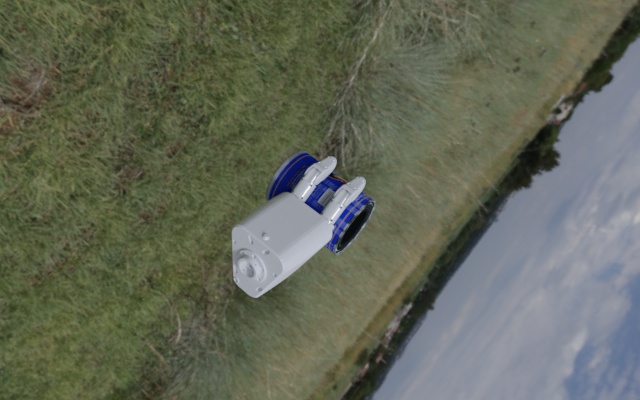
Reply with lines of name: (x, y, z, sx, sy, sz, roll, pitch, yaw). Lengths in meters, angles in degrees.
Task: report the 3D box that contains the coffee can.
coffee can: (0.000, 0.002, 0.744, 0.140, 0.103, 0.103, 37, 12, 17)
